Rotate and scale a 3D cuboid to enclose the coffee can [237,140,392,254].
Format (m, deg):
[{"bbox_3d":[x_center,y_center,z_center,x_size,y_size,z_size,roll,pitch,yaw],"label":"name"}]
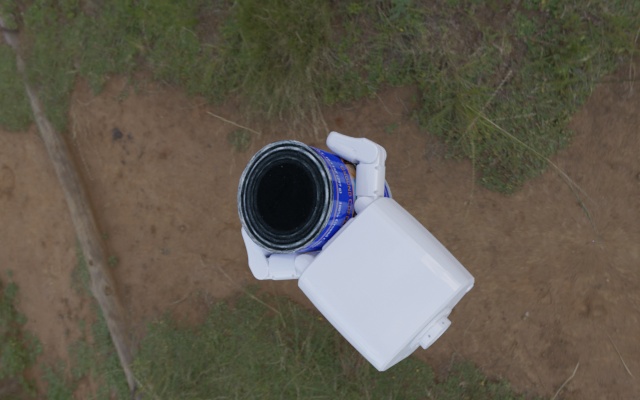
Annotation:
[{"bbox_3d":[0.000,0.001,0.484,0.103,0.103,0.140,0,-4,30],"label":"coffee can"}]
